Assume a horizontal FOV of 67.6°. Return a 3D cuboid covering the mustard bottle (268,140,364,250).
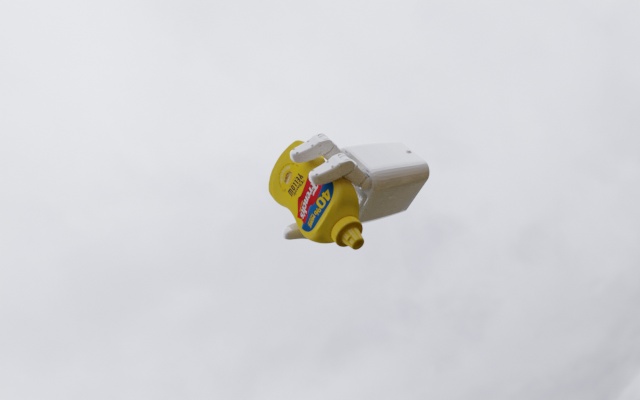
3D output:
[{"bbox_3d":[0.000,0.002,0.648,0.058,0.096,0.191,16,23,-43],"label":"mustard bottle"}]
